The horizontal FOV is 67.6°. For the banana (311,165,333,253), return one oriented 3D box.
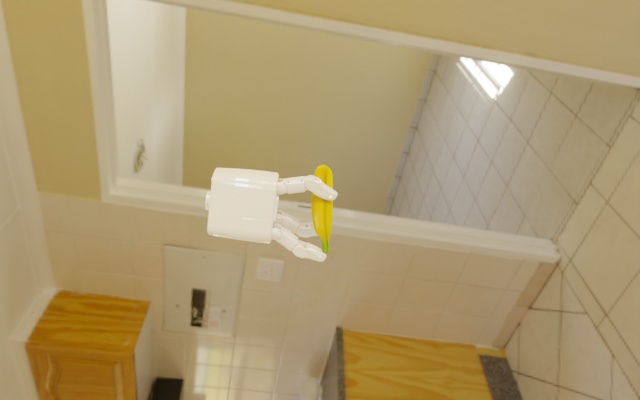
[{"bbox_3d":[0.002,-0.007,0.849,0.037,0.197,0.070,5,-41,-4],"label":"banana"}]
